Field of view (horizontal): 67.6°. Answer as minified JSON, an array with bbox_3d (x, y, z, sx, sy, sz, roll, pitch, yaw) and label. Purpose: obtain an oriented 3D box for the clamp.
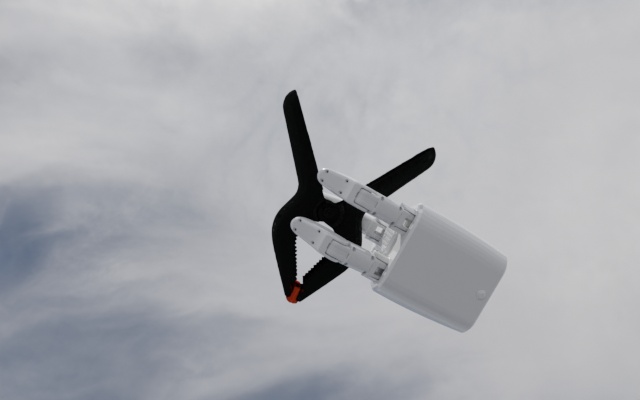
[{"bbox_3d":[0.000,0.002,0.492,0.164,0.210,0.036,29,4,-4],"label":"clamp"}]
